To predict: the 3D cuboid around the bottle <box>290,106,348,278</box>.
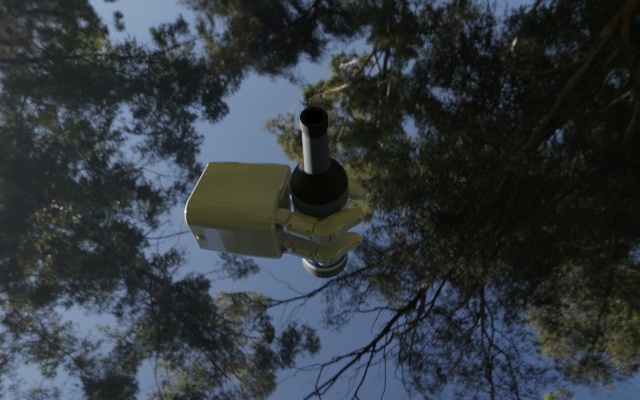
[{"bbox_3d":[0.000,0.002,0.573,0.069,0.069,0.296,0,-33,3],"label":"bottle"}]
